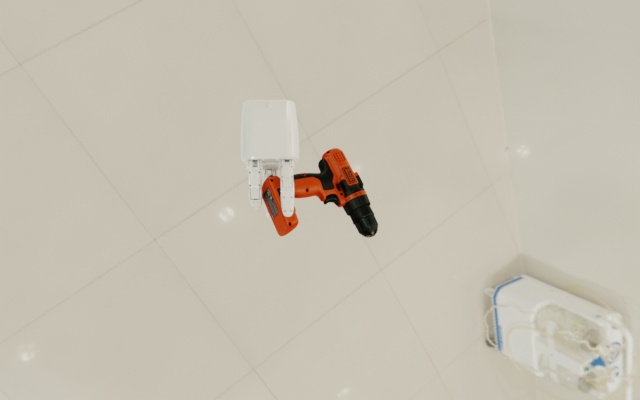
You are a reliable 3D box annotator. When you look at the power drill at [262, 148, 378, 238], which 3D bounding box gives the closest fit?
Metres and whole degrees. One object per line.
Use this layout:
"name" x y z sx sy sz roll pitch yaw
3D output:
"power drill" 0.000 0.003 0.865 0.187 0.184 0.057 -16 -19 -31
